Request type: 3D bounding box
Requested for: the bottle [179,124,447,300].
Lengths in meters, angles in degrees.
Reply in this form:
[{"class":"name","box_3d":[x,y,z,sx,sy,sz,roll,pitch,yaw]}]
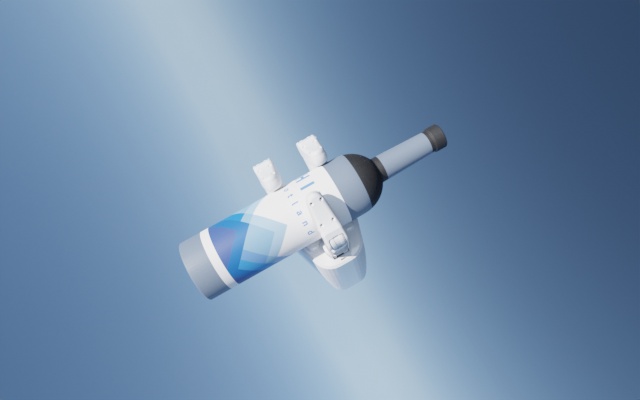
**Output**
[{"class":"bottle","box_3d":[0.000,0.002,0.501,0.295,0.069,0.069,-29,2,-4]}]
